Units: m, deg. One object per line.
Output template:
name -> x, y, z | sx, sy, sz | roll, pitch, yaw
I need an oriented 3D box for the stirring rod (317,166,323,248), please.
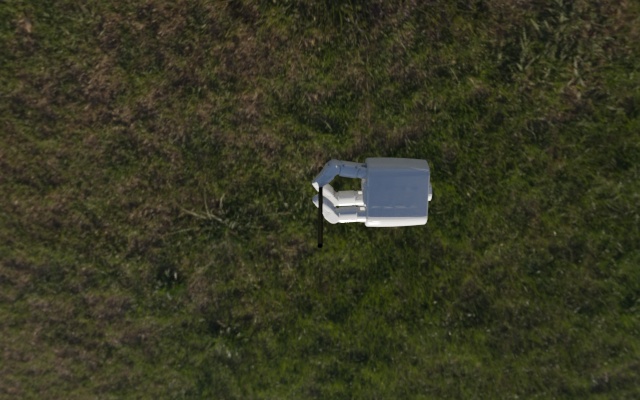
stirring rod -> 0.000, 0.002, 0.791 | 0.011, 0.011, 0.239 | 0, 32, 0
